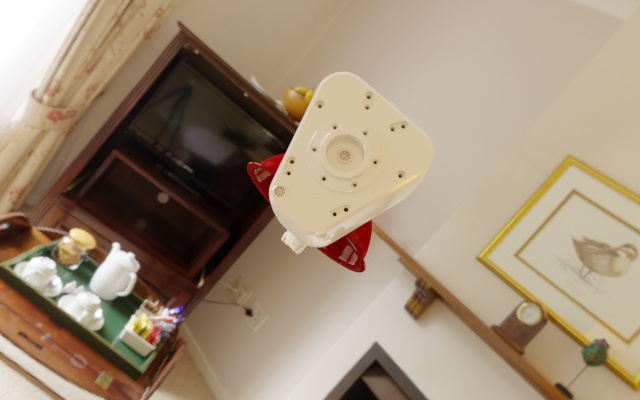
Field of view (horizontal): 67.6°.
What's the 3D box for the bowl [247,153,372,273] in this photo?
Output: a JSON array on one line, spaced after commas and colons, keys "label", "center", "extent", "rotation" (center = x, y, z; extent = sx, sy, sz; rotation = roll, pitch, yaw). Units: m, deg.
[{"label": "bowl", "center": [0.000, 0.001, 0.500], "extent": [0.162, 0.055, 0.162], "rotation": [40, -15, 13]}]
